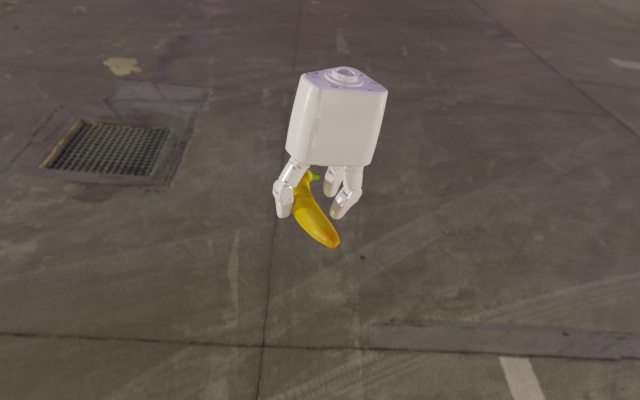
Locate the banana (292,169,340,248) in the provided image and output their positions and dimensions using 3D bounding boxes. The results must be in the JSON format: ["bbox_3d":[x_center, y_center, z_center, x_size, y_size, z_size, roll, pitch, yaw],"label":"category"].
[{"bbox_3d":[-0.018,-0.003,0.706,0.069,0.037,0.197,10,31,-15],"label":"banana"}]
